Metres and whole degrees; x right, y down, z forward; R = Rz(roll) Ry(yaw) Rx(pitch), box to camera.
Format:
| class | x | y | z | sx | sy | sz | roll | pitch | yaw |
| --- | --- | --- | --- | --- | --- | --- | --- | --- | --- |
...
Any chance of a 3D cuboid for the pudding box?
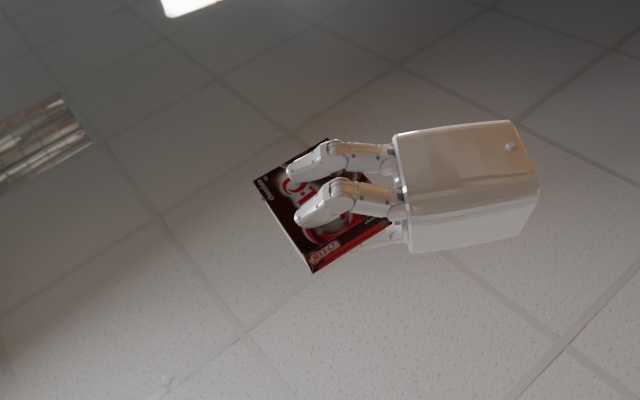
| class | x | y | z | sx | sy | sz | roll | pitch | yaw |
| --- | --- | --- | --- | --- | --- | --- | --- | --- | --- |
| pudding box | 0.000 | 0.002 | 0.454 | 0.090 | 0.039 | 0.113 | -31 | 48 | -10 |
